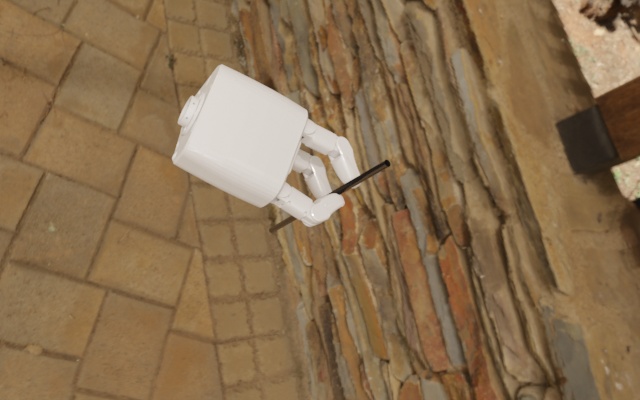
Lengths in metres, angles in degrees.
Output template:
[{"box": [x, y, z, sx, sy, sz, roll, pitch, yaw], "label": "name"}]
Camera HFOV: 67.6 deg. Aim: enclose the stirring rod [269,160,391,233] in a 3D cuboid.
[{"box": [0.000, 0.002, 0.581, 0.011, 0.011, 0.239, 0, -20, -37], "label": "stirring rod"}]
